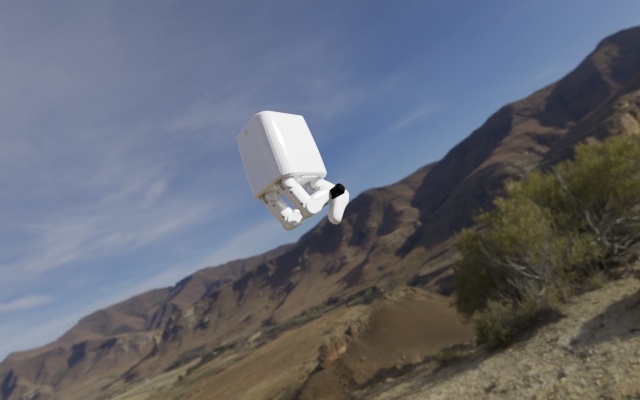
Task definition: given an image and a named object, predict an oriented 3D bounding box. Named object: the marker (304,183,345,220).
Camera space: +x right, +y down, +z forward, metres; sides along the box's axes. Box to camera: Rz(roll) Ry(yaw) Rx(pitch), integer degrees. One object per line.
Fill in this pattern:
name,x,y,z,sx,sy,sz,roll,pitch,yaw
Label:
marker,0.000,0.003,0.757,0.020,0.020,0.121,0,-22,-35
